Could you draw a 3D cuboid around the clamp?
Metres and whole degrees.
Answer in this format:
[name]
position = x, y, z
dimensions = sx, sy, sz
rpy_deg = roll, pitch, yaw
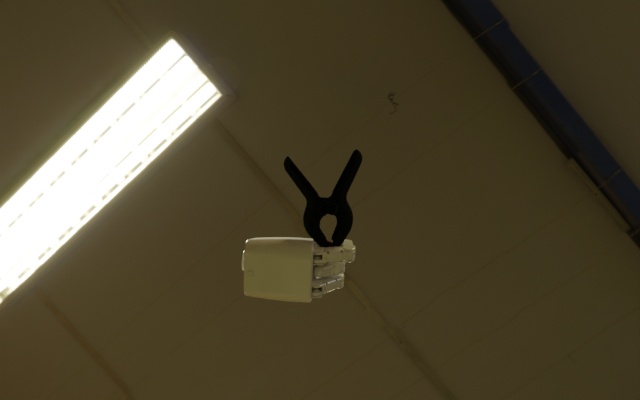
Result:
[clamp]
position = 0.000, 0.002, 0.749
dimensions = 0.120, 0.171, 0.039
rpy_deg = 3, 11, -1
